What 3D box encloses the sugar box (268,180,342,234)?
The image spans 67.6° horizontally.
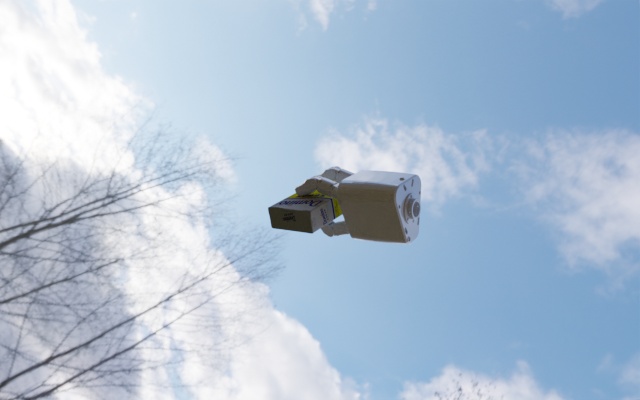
[{"bbox_3d":[0.000,0.002,0.845,0.093,0.048,0.176,5,20,37],"label":"sugar box"}]
